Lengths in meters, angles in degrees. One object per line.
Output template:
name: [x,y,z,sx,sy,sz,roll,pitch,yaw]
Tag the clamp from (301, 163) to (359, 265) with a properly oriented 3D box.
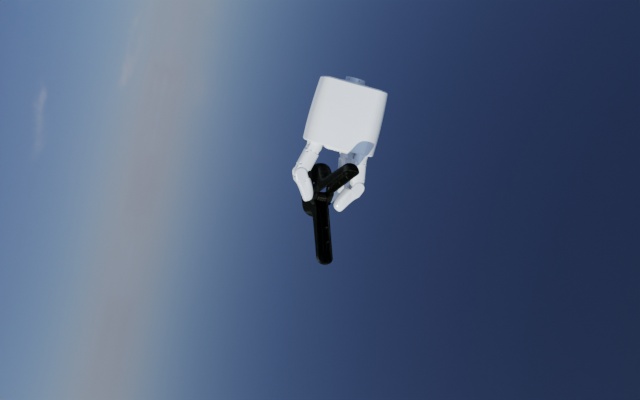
clamp: [-0.001,0.002,0.800,0.036,0.164,0.210,11,10,-20]
